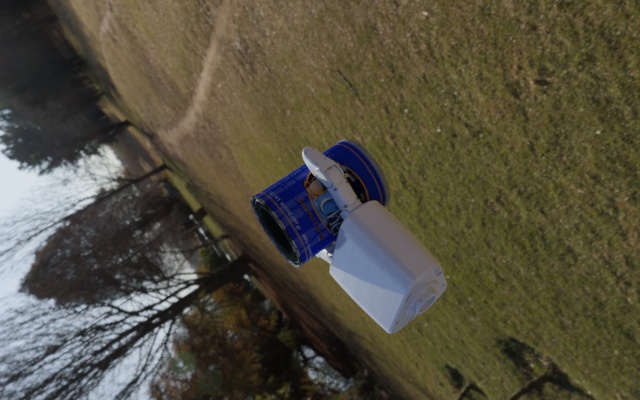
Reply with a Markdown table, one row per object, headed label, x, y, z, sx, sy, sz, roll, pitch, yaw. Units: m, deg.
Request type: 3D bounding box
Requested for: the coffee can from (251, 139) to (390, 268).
| label | x | y | z | sx | sy | sz | roll | pitch | yaw |
| --- | --- | --- | --- | --- | --- | --- | --- | --- | --- |
| coffee can | 0.000 | 0.002 | 0.593 | 0.140 | 0.103 | 0.103 | -34 | 11 | -18 |
